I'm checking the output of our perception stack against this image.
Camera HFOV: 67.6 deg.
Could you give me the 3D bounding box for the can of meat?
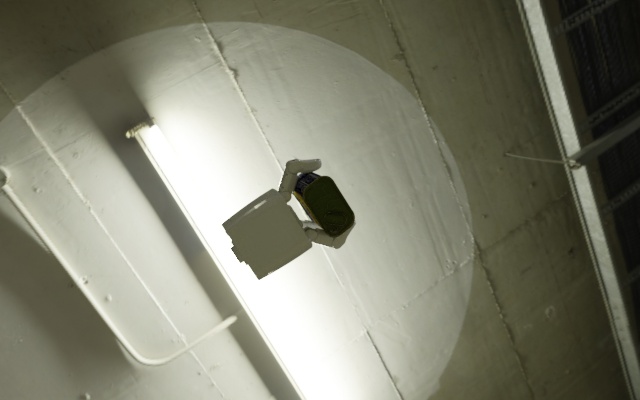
[{"bbox_3d":[0.000,0.002,0.790,0.057,0.102,0.084,-38,22,-10],"label":"can of meat"}]
